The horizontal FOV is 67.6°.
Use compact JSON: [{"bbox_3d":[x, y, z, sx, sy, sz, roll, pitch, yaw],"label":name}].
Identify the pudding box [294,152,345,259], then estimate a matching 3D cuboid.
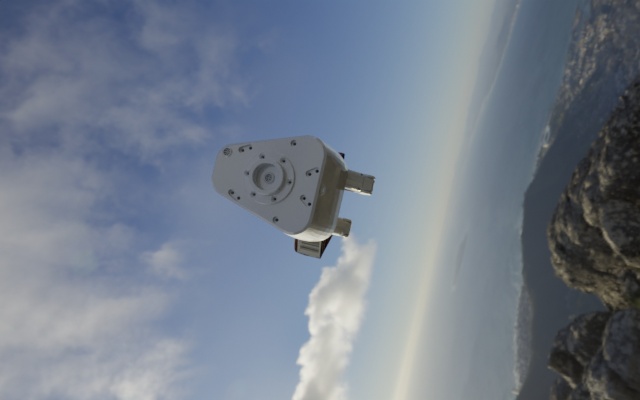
[{"bbox_3d":[0.000,0.002,0.603,0.039,0.113,0.090,13,25,12],"label":"pudding box"}]
